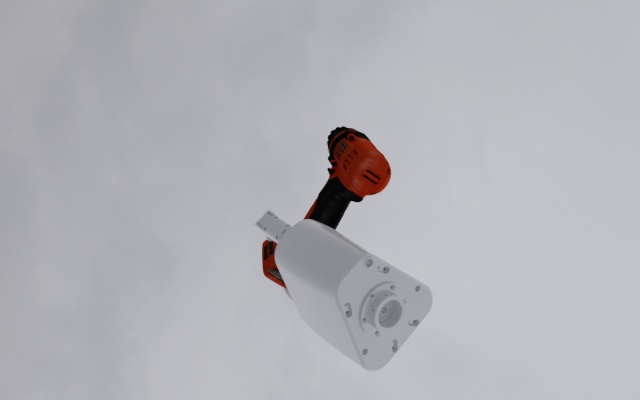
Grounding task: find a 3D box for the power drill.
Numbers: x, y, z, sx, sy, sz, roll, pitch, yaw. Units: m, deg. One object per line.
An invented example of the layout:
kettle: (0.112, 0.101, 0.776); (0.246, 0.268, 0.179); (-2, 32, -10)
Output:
power drill: (0.000, 0.002, 0.561); (0.057, 0.188, 0.184); (29, 12, -15)
